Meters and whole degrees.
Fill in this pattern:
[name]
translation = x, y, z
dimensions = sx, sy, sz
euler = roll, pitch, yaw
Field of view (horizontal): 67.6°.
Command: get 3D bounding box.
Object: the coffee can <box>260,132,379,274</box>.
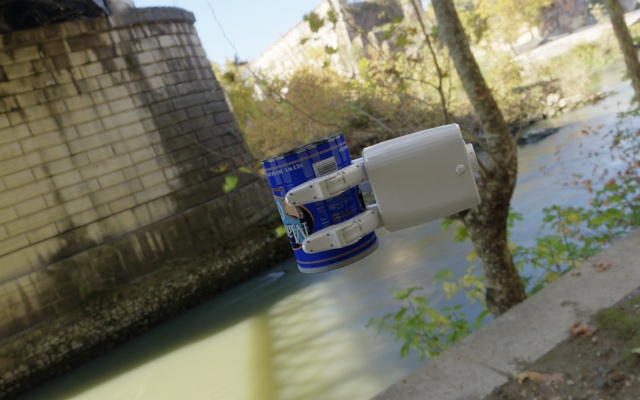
[coffee can]
translation = 0.000, 0.002, 0.570
dimensions = 0.103, 0.140, 0.103
euler = -19, 9, 3
